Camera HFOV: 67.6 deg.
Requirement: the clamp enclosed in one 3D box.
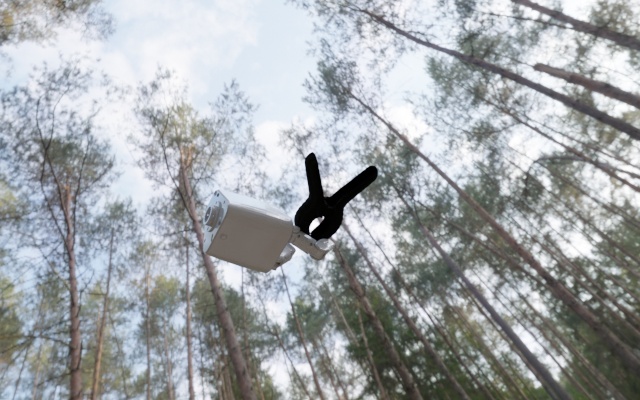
[{"bbox_3d":[0.000,0.002,0.729,0.120,0.171,0.039,21,22,-26],"label":"clamp"}]
